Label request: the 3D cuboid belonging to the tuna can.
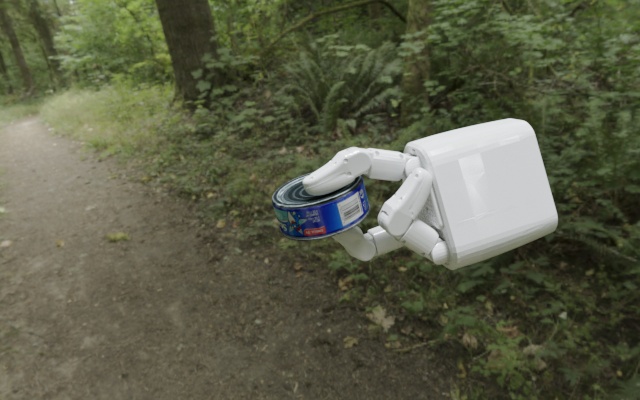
[{"bbox_3d":[0.000,0.001,0.434,0.086,0.034,0.086,-13,21,5],"label":"tuna can"}]
